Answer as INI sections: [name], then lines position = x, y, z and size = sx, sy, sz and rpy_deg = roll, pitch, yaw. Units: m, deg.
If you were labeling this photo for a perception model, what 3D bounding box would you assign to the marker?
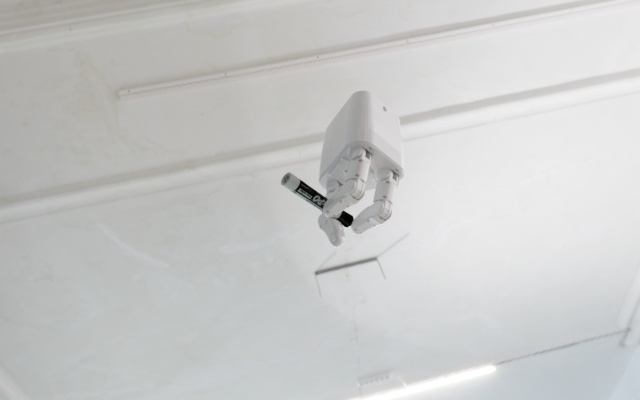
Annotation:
[marker]
position = 0.000, 0.002, 0.610
size = 0.121, 0.020, 0.020
rpy_deg = 34, -20, -32
